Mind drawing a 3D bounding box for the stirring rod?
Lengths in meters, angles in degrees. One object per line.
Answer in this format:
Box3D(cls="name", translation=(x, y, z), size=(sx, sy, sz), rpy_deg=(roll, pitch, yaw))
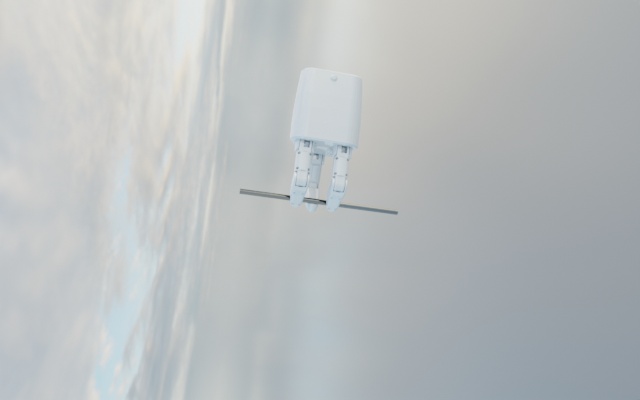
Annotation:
Box3D(cls="stirring rod", translation=(0.000, 0.002, 0.715), size=(0.239, 0.011, 0.011), rpy_deg=(8, -1, -9))
